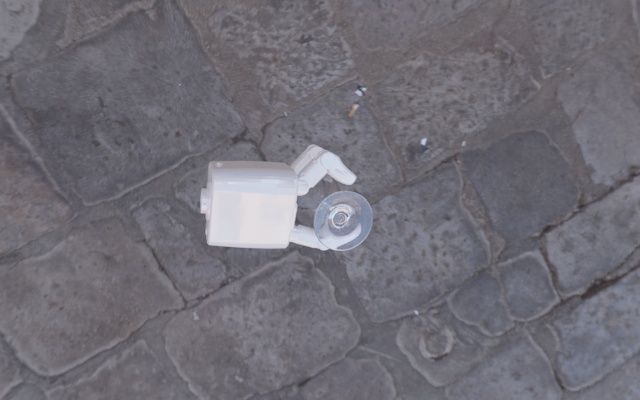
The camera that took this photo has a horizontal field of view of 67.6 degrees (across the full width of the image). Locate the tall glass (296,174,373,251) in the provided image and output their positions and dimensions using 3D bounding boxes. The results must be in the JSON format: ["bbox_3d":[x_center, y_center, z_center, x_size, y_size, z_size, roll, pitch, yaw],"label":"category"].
[{"bbox_3d":[0.000,0.002,0.657,0.079,0.079,0.201,0,13,-16],"label":"tall glass"}]
